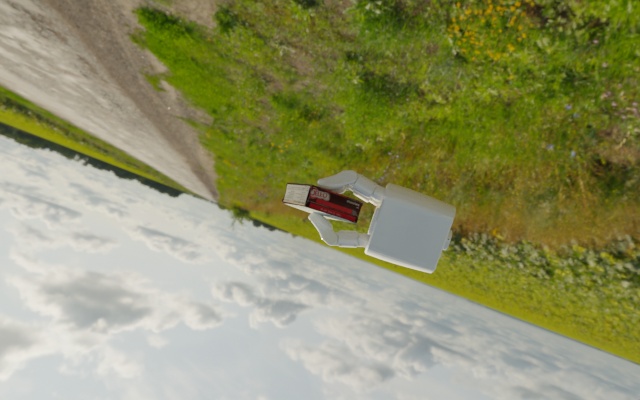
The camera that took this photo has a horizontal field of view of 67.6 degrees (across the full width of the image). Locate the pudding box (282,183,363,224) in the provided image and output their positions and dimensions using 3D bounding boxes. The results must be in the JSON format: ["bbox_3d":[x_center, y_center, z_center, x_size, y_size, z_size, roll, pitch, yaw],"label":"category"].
[{"bbox_3d":[0.000,0.003,0.742,0.090,0.039,0.113,20,-6,-23],"label":"pudding box"}]
